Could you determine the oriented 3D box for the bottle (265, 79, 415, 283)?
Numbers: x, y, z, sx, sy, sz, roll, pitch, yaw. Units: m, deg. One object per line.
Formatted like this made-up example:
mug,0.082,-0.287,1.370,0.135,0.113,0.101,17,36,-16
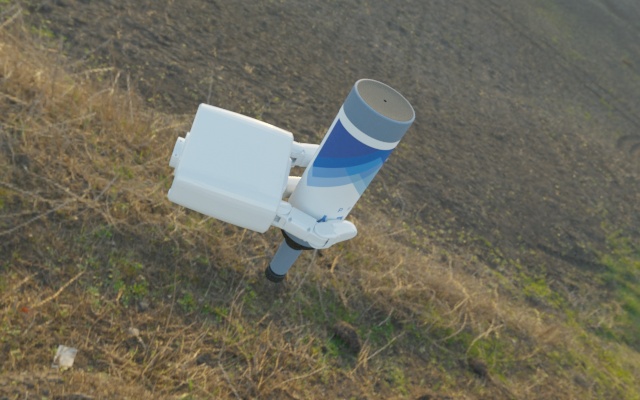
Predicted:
bottle,0.000,0.002,0.546,0.069,0.069,0.296,0,-41,-34
